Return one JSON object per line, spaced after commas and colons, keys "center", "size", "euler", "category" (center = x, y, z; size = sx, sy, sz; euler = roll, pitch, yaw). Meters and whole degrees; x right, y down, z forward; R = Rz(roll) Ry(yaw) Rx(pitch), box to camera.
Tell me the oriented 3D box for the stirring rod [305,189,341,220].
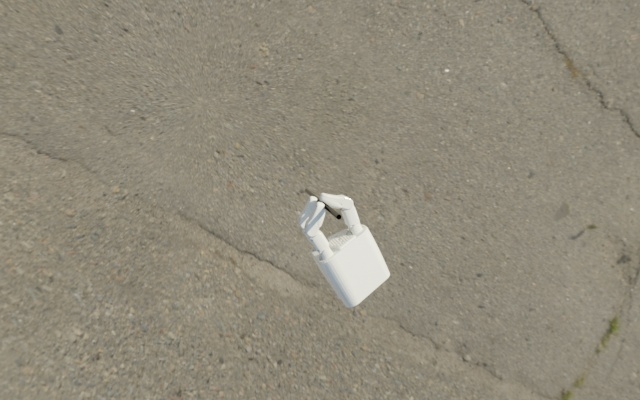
{"center": [0.000, 0.003, 0.848], "size": [0.011, 0.011, 0.239], "euler": [0, 11, -14], "category": "stirring rod"}
